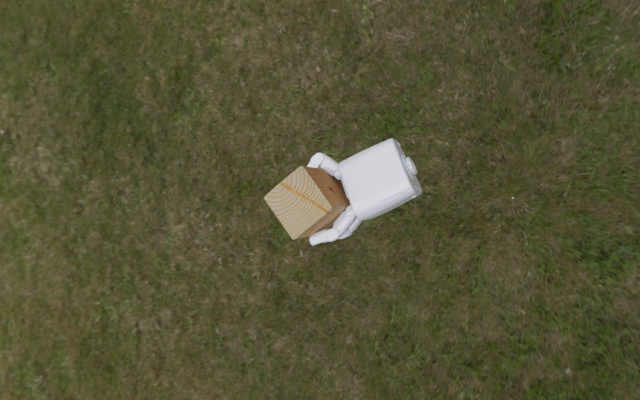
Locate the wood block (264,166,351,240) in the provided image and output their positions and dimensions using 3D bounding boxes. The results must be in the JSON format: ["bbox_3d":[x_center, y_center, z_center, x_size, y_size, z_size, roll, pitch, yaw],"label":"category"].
[{"bbox_3d":[0.000,0.002,0.864,0.090,0.091,0.206,-39,-13,17],"label":"wood block"}]
